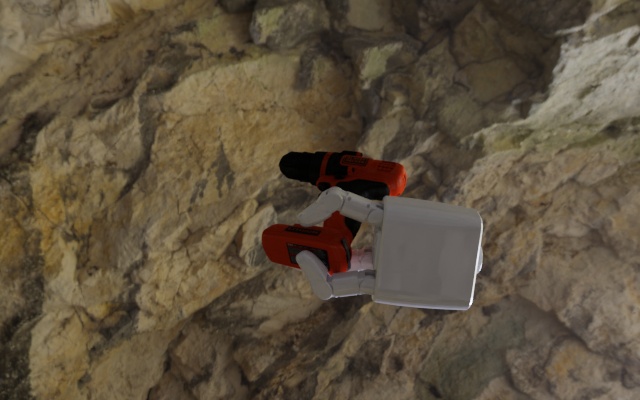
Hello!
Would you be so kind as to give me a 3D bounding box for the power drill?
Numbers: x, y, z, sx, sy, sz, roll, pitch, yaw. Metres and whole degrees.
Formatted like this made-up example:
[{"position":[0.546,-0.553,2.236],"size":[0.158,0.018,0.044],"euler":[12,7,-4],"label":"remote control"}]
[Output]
[{"position":[0.000,0.002,0.610],"size":[0.184,0.057,0.187],"euler":[8,44,24],"label":"power drill"}]
